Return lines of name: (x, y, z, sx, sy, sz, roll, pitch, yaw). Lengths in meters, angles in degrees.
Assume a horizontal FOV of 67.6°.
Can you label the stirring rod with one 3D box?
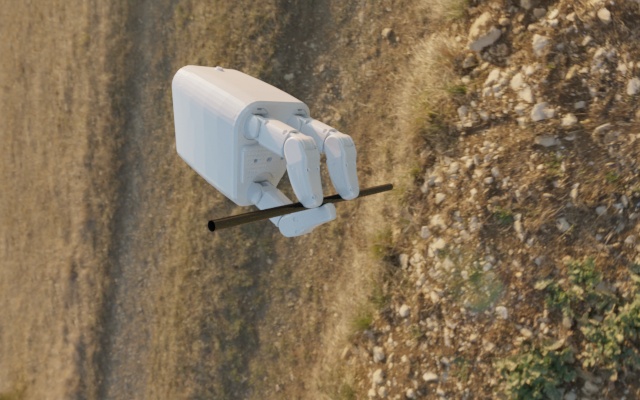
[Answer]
stirring rod: (0.000, 0.001, 0.418, 0.011, 0.011, 0.239, 0, 8, 38)
